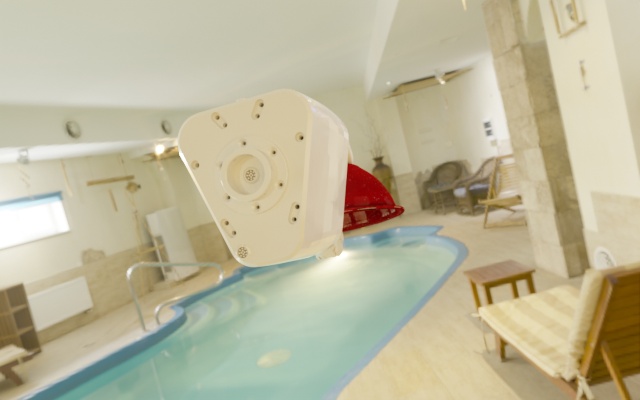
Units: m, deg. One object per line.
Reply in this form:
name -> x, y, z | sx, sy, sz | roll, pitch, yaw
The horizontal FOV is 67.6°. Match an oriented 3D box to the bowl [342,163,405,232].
bowl -> 0.000, 0.001, 0.484 | 0.162, 0.055, 0.162 | -10, -10, -2
